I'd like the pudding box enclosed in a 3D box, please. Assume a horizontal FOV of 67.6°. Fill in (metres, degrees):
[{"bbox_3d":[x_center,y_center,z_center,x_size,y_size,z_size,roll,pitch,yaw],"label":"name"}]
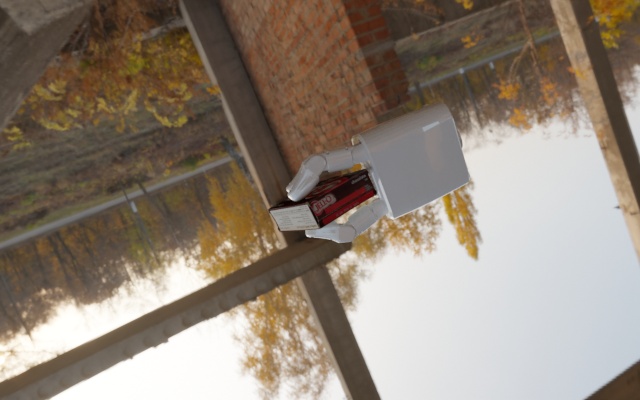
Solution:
[{"bbox_3d":[0.000,0.002,0.578,0.090,0.039,0.113,-29,7,-28],"label":"pudding box"}]
